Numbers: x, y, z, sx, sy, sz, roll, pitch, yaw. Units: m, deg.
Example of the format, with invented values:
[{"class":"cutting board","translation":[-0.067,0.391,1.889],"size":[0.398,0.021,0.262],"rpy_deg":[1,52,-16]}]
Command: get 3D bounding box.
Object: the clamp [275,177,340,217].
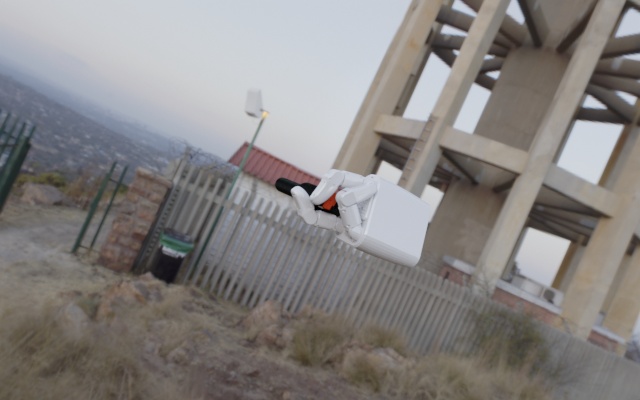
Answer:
[{"class":"clamp","translation":[0.000,0.002,0.775],"size":[0.120,0.039,0.171],"rpy_deg":[24,-1,-23]}]
